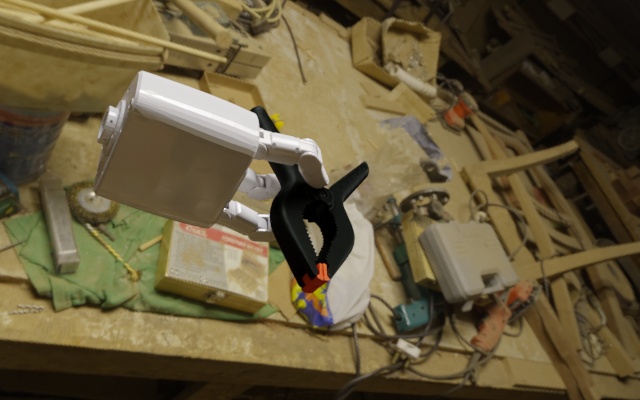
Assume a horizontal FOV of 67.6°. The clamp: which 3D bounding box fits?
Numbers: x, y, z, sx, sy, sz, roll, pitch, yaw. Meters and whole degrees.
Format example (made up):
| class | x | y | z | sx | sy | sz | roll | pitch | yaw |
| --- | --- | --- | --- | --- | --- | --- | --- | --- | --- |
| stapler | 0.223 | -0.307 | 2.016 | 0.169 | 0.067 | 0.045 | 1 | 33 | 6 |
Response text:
| class | x | y | z | sx | sy | sz | roll | pitch | yaw |
| --- | --- | --- | --- | --- | --- | --- | --- | --- | --- |
| clamp | 0.000 | 0.002 | 0.501 | 0.164 | 0.209 | 0.036 | 18 | -45 | -31 |
